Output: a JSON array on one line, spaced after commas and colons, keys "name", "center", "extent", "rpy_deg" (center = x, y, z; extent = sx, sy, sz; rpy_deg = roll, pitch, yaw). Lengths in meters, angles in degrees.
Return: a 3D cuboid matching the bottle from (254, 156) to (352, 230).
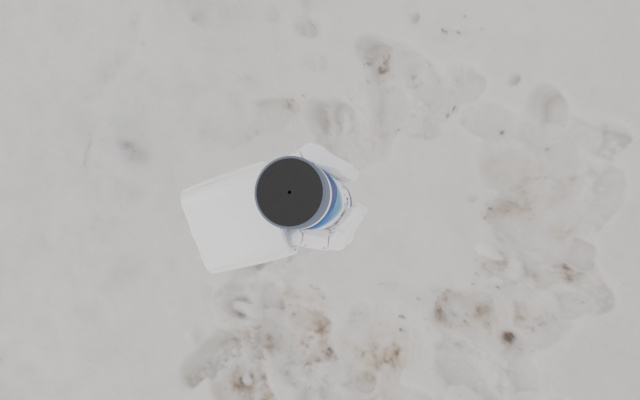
[{"name": "bottle", "center": [0.000, 0.002, 0.572], "extent": [0.069, 0.069, 0.296], "rpy_deg": [0, -4, 11]}]
